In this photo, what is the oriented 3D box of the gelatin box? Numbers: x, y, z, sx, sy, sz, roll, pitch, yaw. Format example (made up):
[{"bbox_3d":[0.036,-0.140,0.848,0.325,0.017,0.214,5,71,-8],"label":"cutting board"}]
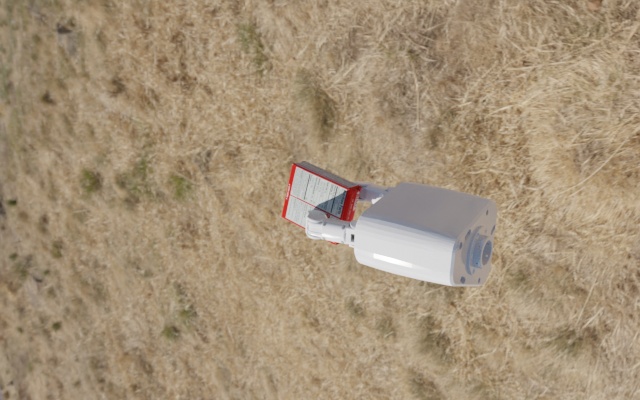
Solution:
[{"bbox_3d":[0.000,0.002,0.575,0.089,0.073,0.030,25,24,29],"label":"gelatin box"}]
